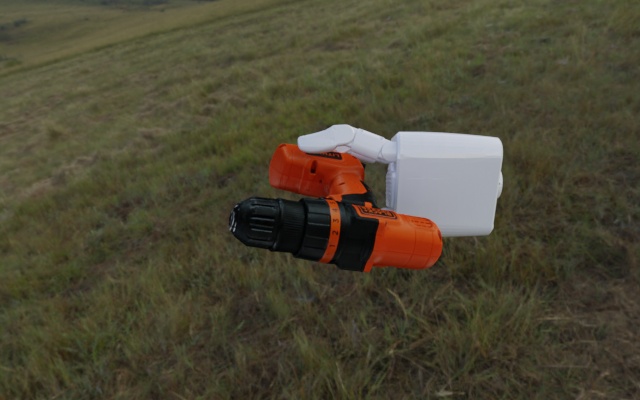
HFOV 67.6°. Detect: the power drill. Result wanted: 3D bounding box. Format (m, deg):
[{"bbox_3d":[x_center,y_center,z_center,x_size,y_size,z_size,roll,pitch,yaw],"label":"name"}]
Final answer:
[{"bbox_3d":[0.000,0.001,0.458,0.184,0.057,0.187,10,22,-19],"label":"power drill"}]
